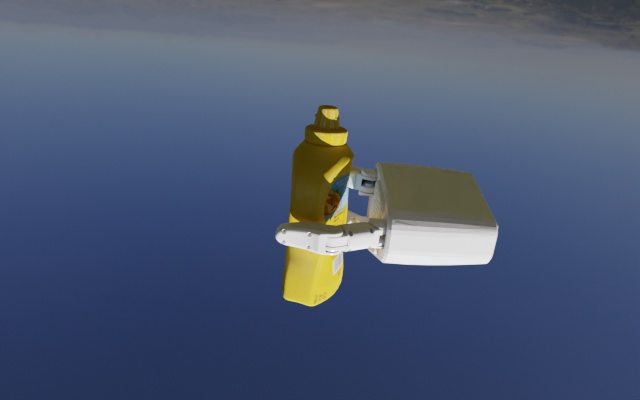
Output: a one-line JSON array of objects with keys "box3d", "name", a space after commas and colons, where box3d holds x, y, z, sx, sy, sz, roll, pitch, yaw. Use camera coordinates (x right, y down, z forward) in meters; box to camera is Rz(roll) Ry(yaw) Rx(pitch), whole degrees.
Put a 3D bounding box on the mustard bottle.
[{"box3d": [0.000, 0.002, 0.480, 0.058, 0.192, 0.096, 12, 21, 18], "name": "mustard bottle"}]
